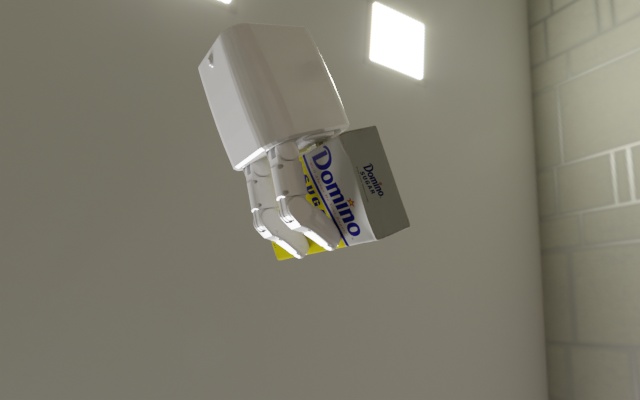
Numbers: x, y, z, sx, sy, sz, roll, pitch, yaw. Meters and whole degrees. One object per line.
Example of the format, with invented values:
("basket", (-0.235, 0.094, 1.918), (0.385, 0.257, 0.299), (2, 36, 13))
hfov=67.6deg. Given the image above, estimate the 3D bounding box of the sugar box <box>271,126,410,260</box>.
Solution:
("sugar box", (0.000, 0.002, 0.458), (0.048, 0.093, 0.176), (-18, -2, -32))
